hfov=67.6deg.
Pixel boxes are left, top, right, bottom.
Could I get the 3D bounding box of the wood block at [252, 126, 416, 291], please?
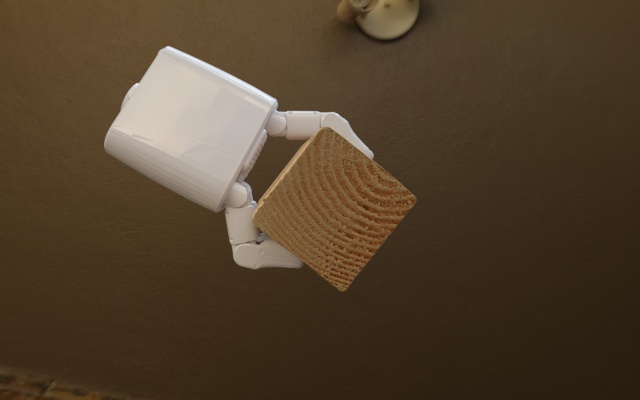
[{"bbox_3d":[0.000,0.001,0.445,0.090,0.091,0.206,38,-1,-7],"label":"wood block"}]
